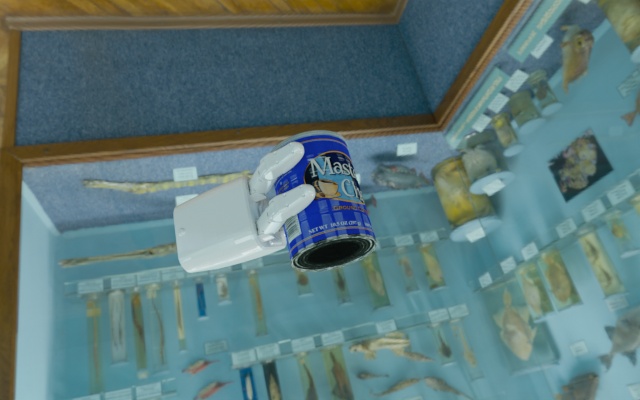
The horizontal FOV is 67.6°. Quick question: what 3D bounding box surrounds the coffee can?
[{"bbox_3d":[0.000,0.002,0.575,0.103,0.140,0.103,-12,-25,-6],"label":"coffee can"}]
